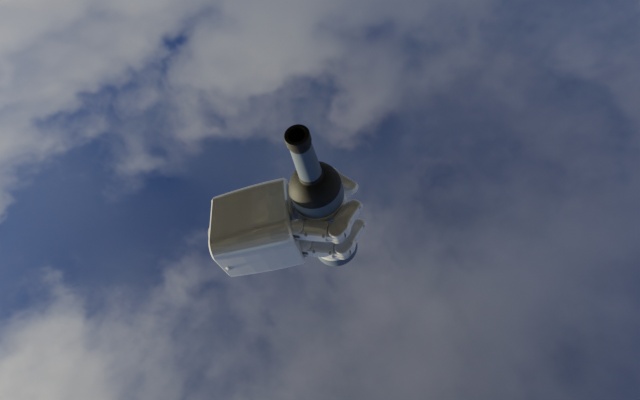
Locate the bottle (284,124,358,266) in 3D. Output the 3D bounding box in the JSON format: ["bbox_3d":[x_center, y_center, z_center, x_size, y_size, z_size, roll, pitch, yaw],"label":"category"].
[{"bbox_3d":[0.000,0.002,0.617,0.069,0.069,0.296,0,-28,11],"label":"bottle"}]
